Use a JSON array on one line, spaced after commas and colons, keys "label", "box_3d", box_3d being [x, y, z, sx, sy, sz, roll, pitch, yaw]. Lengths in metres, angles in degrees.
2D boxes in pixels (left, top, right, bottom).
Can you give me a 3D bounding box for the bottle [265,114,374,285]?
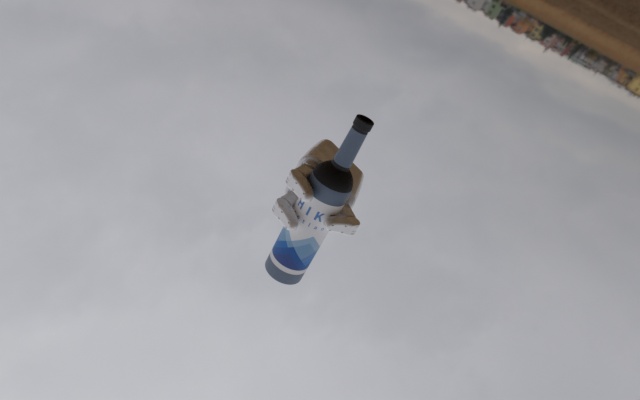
[{"label": "bottle", "box_3d": [0.000, 0.003, 0.724, 0.069, 0.296, 0.069, 22, 29, -13]}]
